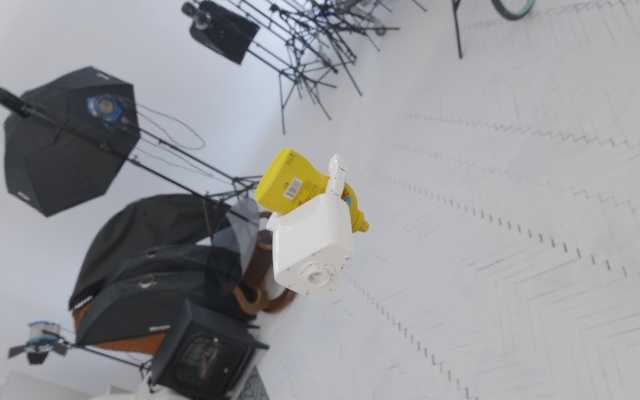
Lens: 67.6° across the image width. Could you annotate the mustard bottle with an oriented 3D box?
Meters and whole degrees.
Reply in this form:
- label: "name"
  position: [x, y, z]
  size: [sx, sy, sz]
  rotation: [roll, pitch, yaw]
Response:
- label: "mustard bottle"
  position: [0.000, 0.002, 0.753]
  size: [0.192, 0.096, 0.058]
  rotation: [30, 6, -23]
